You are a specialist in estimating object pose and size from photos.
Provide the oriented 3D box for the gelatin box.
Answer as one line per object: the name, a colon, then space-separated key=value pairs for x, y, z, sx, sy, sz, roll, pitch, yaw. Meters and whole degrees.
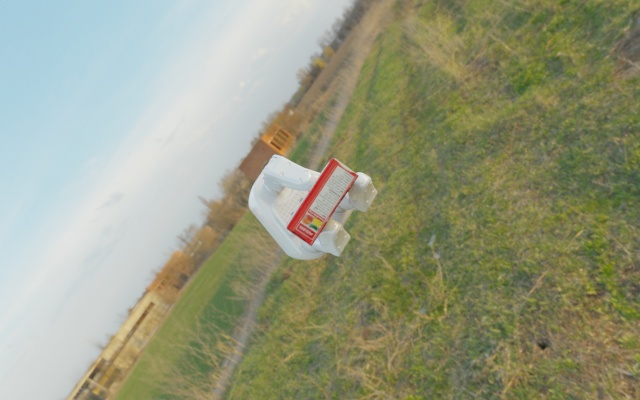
gelatin box: x=0.000 y=0.001 z=0.444 sx=0.030 sy=0.073 sz=0.089 roll=34 pitch=-2 yaw=-2
